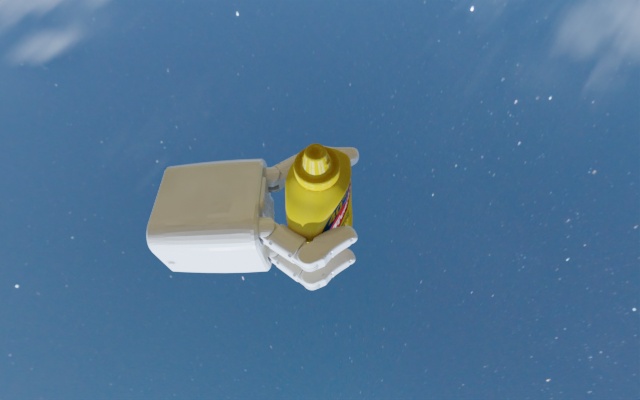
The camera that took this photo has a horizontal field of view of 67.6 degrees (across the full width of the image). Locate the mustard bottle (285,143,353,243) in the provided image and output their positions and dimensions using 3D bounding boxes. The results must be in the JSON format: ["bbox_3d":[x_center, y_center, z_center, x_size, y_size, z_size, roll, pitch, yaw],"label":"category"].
[{"bbox_3d":[0.000,0.002,0.483,0.058,0.096,0.192,20,-23,13],"label":"mustard bottle"}]
